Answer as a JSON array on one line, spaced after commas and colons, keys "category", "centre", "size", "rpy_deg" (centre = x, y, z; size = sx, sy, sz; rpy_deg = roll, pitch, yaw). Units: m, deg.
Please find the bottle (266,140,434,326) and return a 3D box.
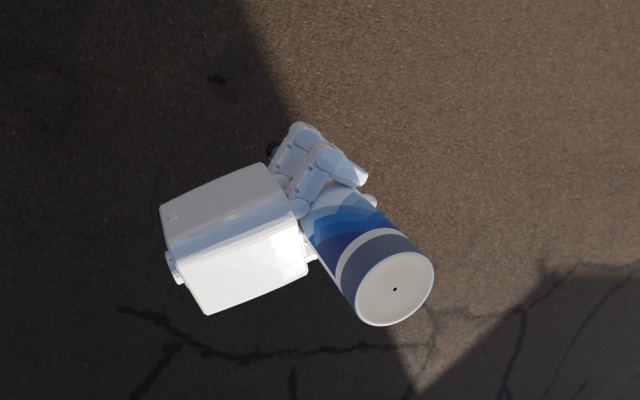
[{"category": "bottle", "centre": [0.000, 0.002, 0.467], "size": [0.069, 0.069, 0.295], "rpy_deg": [0, 26, -24]}]
